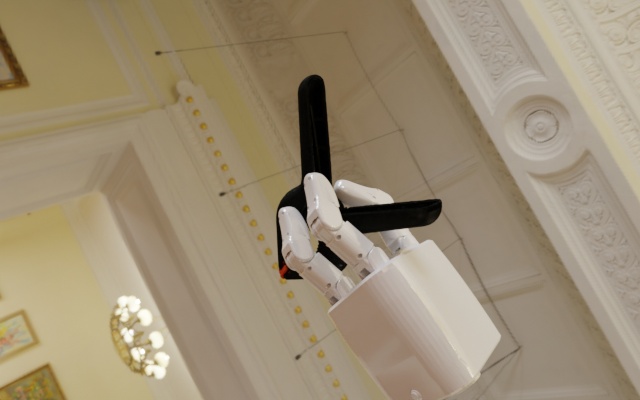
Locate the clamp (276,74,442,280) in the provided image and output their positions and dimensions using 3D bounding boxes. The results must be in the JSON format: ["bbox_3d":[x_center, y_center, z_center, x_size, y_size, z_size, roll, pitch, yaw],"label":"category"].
[{"bbox_3d":[0.001,0.002,0.449,0.036,0.164,0.210,-21,-21,-40],"label":"clamp"}]
